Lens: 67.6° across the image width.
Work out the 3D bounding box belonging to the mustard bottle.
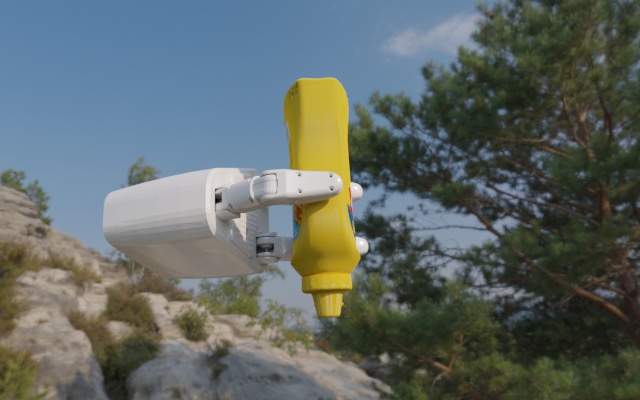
[{"bbox_3d":[0.000,0.001,0.406,0.058,0.191,0.096,-2,-15,-6],"label":"mustard bottle"}]
